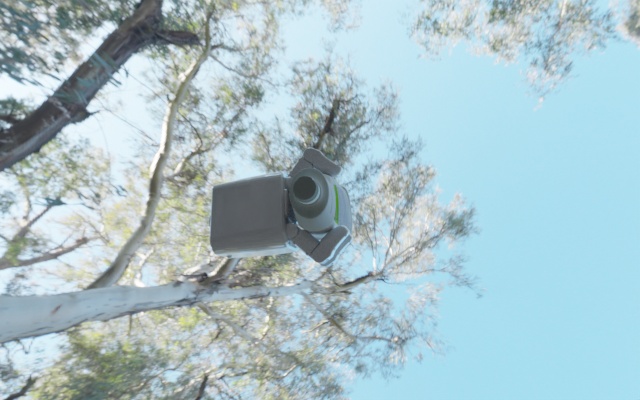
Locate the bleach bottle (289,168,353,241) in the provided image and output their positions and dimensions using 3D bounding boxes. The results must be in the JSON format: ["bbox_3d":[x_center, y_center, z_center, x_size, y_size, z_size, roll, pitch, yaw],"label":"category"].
[{"bbox_3d":[0.000,0.002,0.672,0.068,0.102,0.251,-9,-13,7],"label":"bleach bottle"}]
